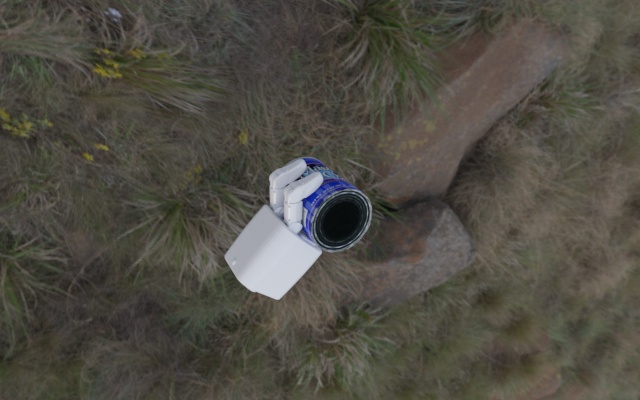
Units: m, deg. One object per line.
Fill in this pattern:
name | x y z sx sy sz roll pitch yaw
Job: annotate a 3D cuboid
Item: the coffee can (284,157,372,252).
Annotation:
coffee can | 0.000 0.002 0.747 0.103 0.103 0.140 0 24 -30
